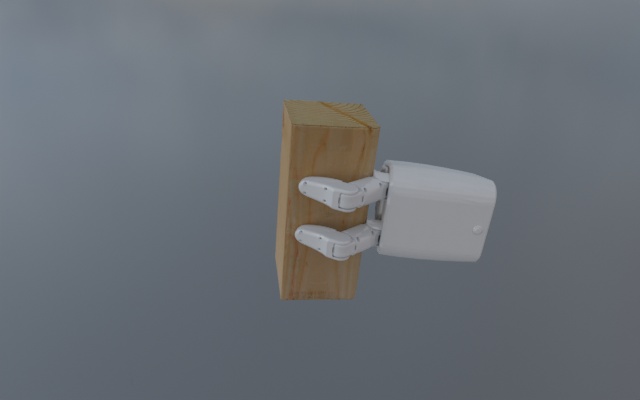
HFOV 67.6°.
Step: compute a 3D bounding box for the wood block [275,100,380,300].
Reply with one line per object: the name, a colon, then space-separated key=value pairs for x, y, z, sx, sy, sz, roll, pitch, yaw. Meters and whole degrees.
wood block: x=0.000 y=0.002 z=0.536 sx=0.090 sy=0.206 sz=0.090 roll=1 pitch=27 yaw=-9
